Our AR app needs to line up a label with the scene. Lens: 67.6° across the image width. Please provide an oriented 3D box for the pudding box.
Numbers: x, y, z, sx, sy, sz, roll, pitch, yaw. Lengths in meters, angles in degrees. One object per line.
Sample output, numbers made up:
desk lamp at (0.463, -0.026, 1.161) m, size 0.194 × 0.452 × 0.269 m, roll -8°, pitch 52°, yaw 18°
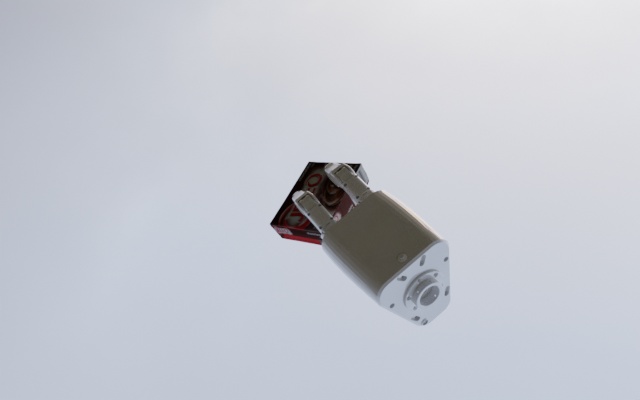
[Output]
pudding box at (0.000, 0.002, 0.615) m, size 0.090 × 0.113 × 0.039 m, roll 6°, pitch -37°, yaw 39°
